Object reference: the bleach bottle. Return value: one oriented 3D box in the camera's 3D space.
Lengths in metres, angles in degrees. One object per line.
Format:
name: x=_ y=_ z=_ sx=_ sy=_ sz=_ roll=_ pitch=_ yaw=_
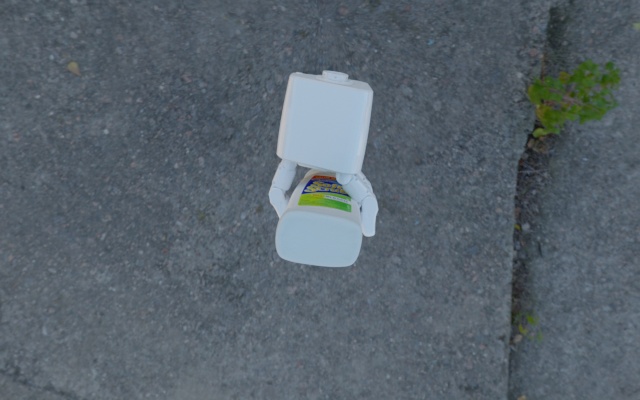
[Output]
bleach bottle: x=0.000 y=0.002 z=0.657 sx=0.102 sy=0.068 sz=0.250 roll=9 pitch=21 yaw=-3
